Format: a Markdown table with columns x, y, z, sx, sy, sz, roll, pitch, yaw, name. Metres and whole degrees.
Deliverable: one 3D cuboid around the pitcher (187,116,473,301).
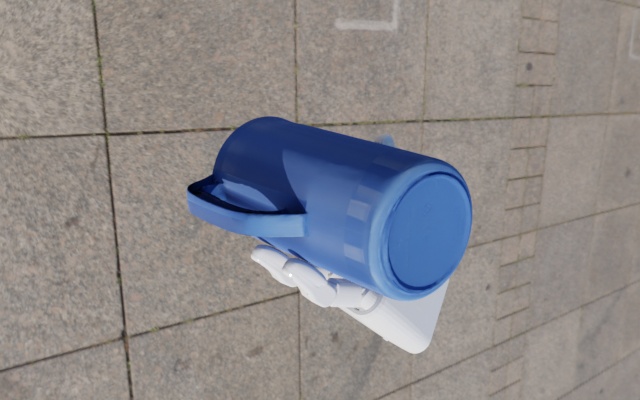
| x | y | z | sx | sy | sz | roll | pitch | yaw | name |
| --- | --- | --- | --- | --- | --- | --- | --- | --- | --- |
| 0.000 | 0.001 | 0.429 | 0.145 | 0.149 | 0.242 | 45 | -15 | -35 | pitcher |
